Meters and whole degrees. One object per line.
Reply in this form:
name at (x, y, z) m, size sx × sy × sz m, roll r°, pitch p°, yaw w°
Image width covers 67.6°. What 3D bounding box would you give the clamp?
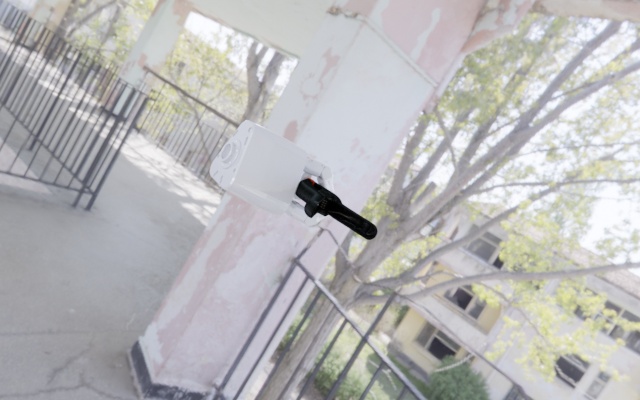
clamp at (0.000, 0.002, 0.723) m, size 0.120 × 0.039 × 0.171 m, roll 27°, pitch 6°, yaw -37°
